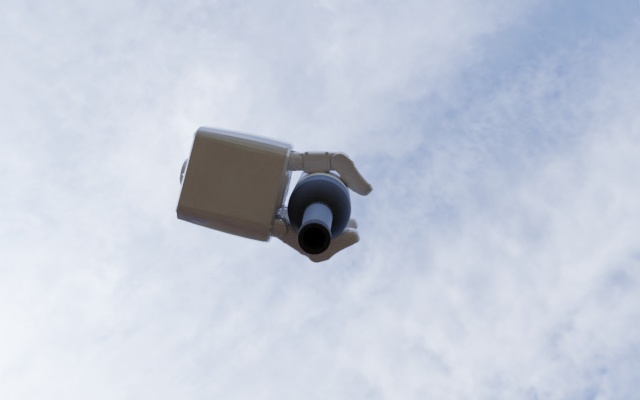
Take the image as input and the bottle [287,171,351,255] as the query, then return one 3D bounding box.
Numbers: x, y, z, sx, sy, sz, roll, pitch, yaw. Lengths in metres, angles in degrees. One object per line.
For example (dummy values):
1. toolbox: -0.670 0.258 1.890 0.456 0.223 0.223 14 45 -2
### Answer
1. bottle: 0.000 0.002 0.530 0.069 0.069 0.295 0 12 2
